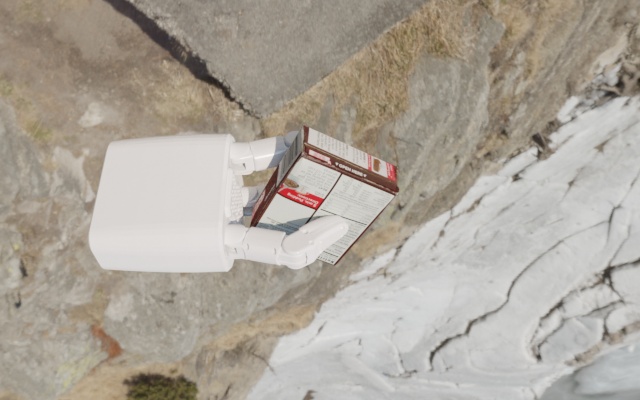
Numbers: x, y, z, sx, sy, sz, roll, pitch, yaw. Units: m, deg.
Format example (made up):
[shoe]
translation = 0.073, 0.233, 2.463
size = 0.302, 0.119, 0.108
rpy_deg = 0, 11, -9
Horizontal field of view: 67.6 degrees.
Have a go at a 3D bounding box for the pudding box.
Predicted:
[pudding box]
translation = 0.000, 0.001, 0.411
size = 0.090, 0.039, 0.113
rpy_deg = 21, -46, -17
